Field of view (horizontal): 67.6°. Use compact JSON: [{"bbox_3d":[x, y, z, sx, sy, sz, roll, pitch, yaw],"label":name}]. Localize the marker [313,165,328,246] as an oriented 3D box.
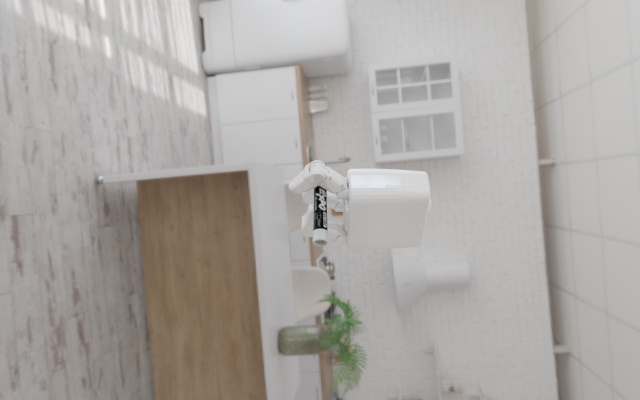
[{"bbox_3d":[0.000,0.002,0.613,0.020,0.121,0.020,0,-34,0],"label":"marker"}]
